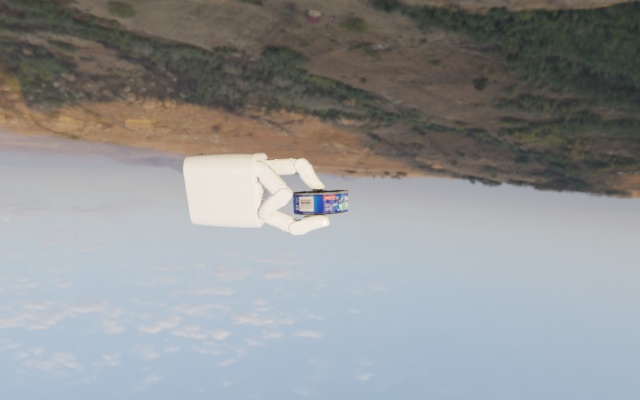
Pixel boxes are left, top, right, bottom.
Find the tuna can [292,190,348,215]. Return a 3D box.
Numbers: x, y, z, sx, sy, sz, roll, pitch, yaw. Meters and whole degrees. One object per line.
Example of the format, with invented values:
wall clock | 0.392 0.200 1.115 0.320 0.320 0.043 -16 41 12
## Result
tuna can | 0.000 0.003 0.733 0.086 0.034 0.086 -2 3 0
